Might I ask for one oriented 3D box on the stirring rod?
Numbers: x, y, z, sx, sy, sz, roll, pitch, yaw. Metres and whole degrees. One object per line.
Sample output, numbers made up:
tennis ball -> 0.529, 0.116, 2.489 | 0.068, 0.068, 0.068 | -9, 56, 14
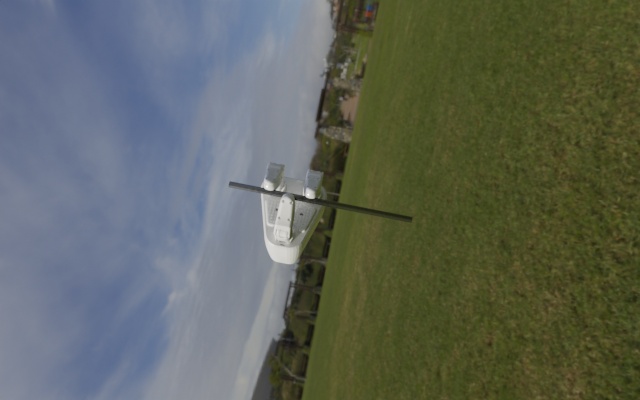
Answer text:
stirring rod -> 0.000, 0.002, 0.618 | 0.239, 0.011, 0.011 | 11, 0, 0
